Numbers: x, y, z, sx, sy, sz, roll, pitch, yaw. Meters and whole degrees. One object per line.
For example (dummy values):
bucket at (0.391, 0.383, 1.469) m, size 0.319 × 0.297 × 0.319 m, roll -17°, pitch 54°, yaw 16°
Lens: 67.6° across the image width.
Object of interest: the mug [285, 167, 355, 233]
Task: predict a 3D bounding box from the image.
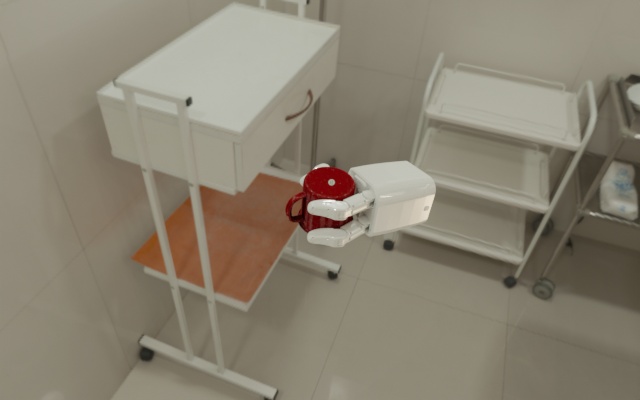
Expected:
mug at (-0.001, 0.003, 0.757) m, size 0.117 × 0.082 × 0.093 m, roll -11°, pitch 44°, yaw -19°
